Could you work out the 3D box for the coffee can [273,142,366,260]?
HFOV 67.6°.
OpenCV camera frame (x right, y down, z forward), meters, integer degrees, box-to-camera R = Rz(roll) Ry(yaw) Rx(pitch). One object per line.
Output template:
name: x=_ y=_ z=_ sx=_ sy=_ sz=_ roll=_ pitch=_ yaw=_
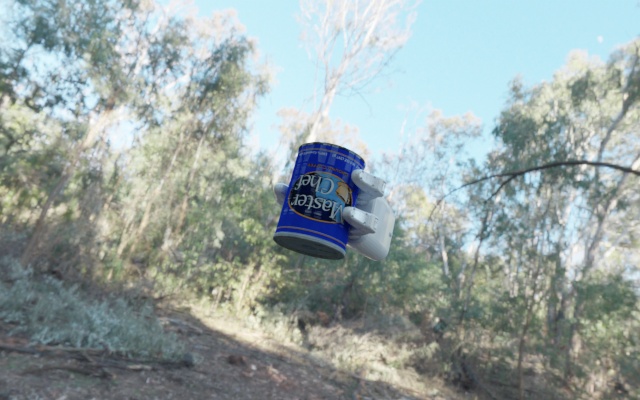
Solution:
coffee can: x=0.000 y=0.002 z=0.679 sx=0.103 sy=0.140 sz=0.103 roll=13 pitch=-17 yaw=4
